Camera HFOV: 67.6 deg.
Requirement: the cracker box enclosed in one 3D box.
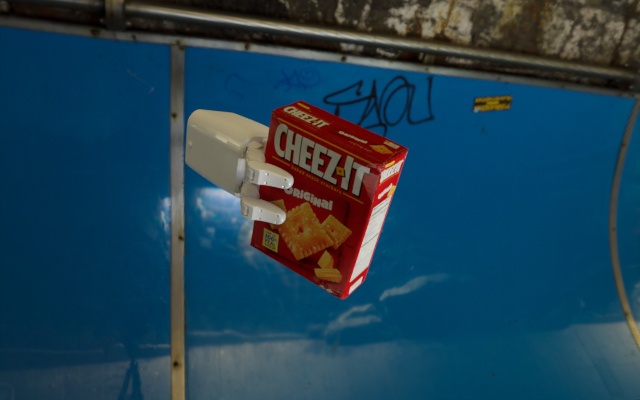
[{"bbox_3d":[0.000,0.002,0.626,0.164,0.214,0.072,28,35,22],"label":"cracker box"}]
